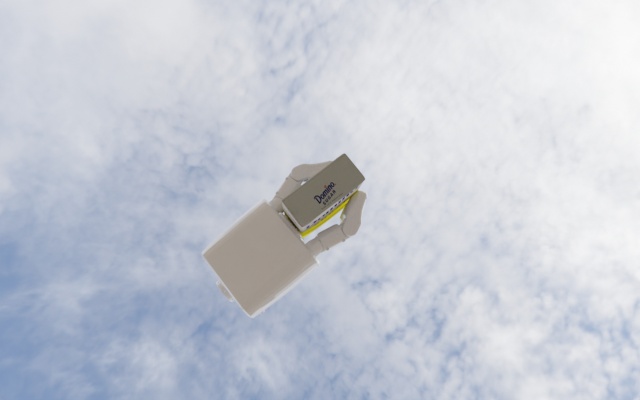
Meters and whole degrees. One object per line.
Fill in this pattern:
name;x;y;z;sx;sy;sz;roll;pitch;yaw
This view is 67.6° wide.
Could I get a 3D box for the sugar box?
sugar box;0.000;0.003;0.612;0.093;0.048;0.176;-38;-3;-7
